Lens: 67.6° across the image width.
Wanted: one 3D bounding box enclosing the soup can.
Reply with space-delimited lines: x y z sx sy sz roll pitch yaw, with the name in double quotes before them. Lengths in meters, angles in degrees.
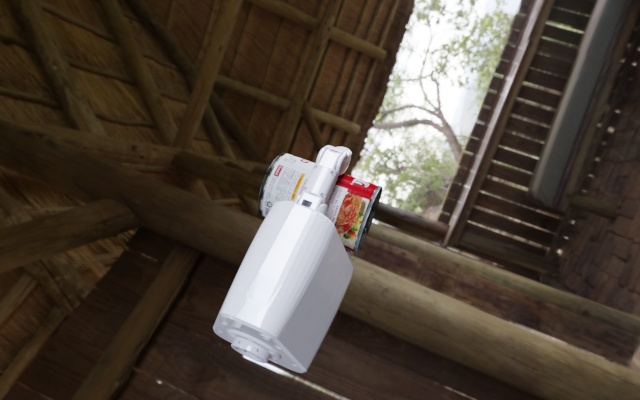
"soup can" 0.000 0.001 0.459 0.102 0.068 0.068 20 4 11
